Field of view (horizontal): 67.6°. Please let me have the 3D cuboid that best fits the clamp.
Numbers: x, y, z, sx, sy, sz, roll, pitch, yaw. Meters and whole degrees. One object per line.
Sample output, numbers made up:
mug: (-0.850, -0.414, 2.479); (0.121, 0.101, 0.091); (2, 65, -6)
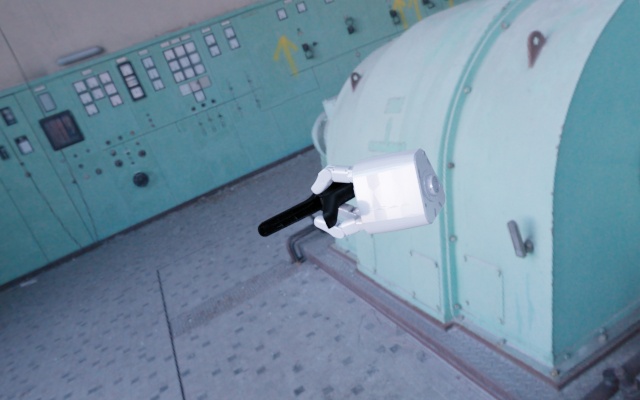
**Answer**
clamp: (0.000, 0.002, 0.811); (0.164, 0.036, 0.210); (-12, 18, 36)
